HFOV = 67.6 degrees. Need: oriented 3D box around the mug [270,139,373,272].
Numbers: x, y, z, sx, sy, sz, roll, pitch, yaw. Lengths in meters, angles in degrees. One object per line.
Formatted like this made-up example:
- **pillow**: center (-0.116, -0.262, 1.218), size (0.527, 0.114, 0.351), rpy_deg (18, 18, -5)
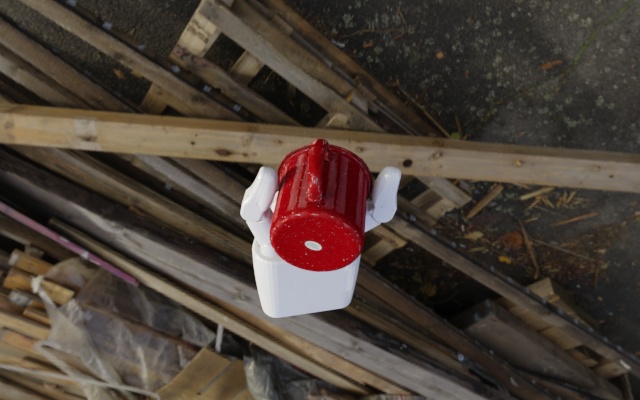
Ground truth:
- **mug**: center (0.000, 0.001, 0.421), size (0.093, 0.117, 0.081), rpy_deg (4, 45, 3)
